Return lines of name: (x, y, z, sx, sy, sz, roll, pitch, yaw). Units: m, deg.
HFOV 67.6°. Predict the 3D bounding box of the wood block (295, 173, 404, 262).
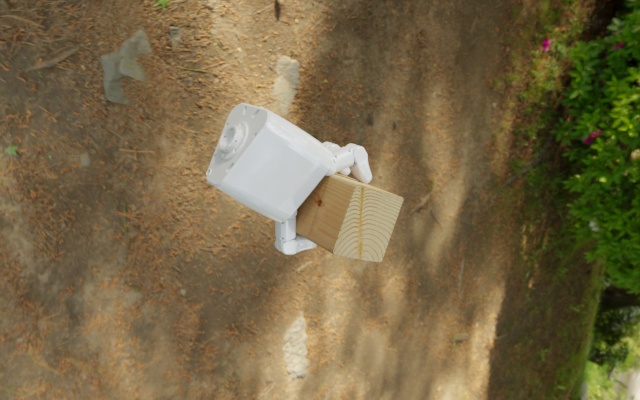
wood block: (0.000, 0.002, 0.661, 0.090, 0.091, 0.206, 14, 8, -39)
